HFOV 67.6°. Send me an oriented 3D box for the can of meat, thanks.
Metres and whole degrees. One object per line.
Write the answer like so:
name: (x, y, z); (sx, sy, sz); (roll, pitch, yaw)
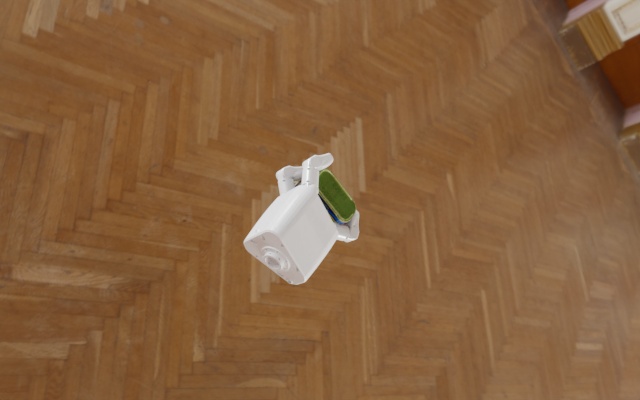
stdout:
can of meat: (0.000, 0.003, 0.816); (0.084, 0.102, 0.057); (-25, 19, 47)
